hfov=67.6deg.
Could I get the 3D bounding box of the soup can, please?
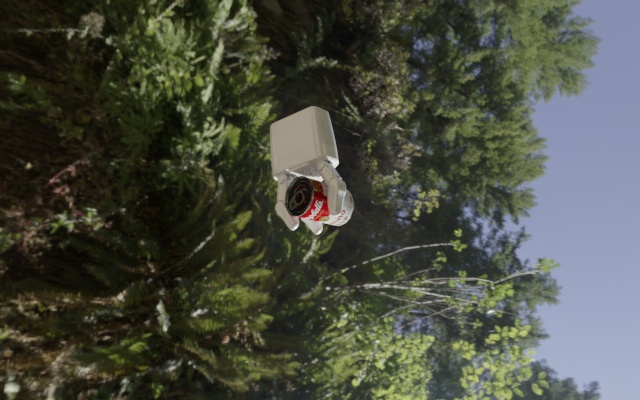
[{"bbox_3d":[0.000,0.003,0.805,0.102,0.068,0.068,15,-10,-42],"label":"soup can"}]
